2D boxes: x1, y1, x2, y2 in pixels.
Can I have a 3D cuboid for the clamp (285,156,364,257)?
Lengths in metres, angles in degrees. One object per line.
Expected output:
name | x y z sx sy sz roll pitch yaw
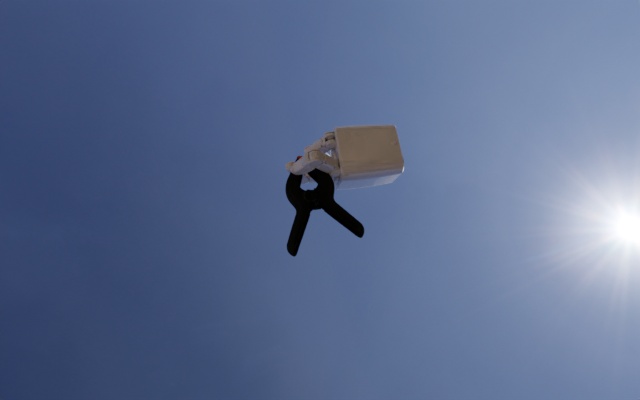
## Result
clamp | 0.000 0.003 0.758 0.120 0.171 0.039 -5 -27 -6
